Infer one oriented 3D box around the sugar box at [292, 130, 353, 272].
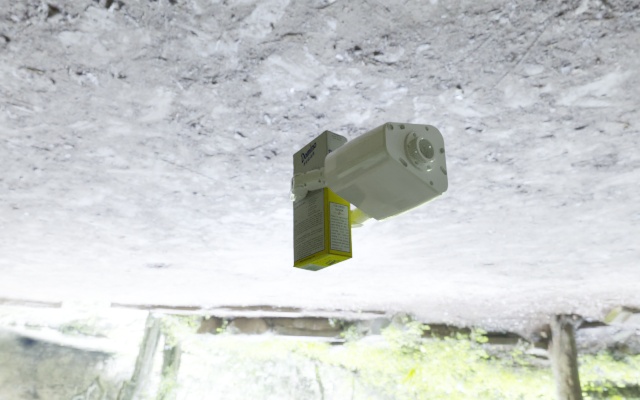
[{"bbox_3d":[0.001,0.002,0.661,0.048,0.176,0.093,16,-26,-31],"label":"sugar box"}]
